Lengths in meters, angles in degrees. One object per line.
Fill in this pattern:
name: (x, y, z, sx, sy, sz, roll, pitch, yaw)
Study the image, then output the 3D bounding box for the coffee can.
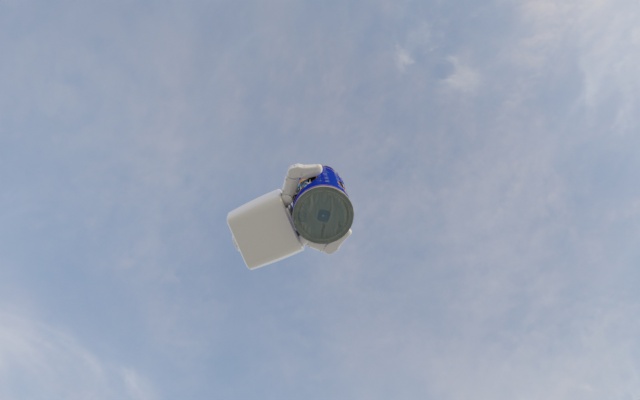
coffee can: (0.000, 0.003, 0.855, 0.103, 0.103, 0.140, 0, 19, -4)
